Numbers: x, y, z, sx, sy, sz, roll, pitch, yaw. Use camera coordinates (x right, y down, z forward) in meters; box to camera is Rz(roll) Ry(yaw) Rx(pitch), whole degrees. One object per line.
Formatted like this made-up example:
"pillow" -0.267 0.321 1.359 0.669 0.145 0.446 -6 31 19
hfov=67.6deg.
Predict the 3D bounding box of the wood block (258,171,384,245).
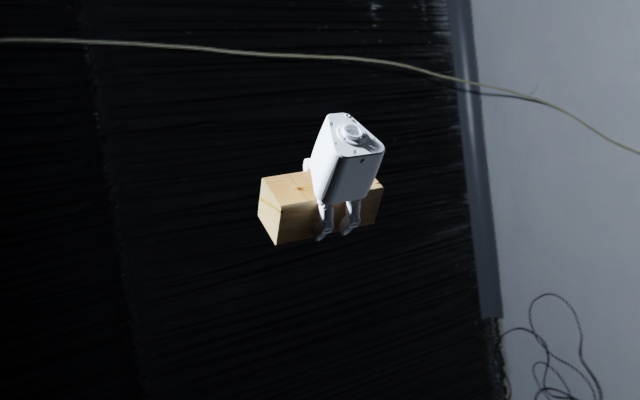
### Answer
"wood block" 0.000 0.002 0.880 0.206 0.090 0.090 -10 42 -26
